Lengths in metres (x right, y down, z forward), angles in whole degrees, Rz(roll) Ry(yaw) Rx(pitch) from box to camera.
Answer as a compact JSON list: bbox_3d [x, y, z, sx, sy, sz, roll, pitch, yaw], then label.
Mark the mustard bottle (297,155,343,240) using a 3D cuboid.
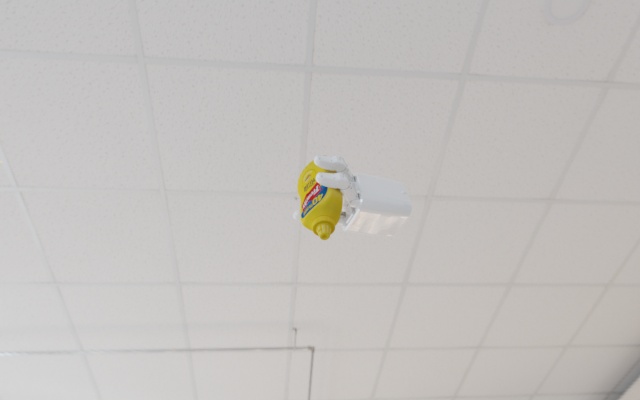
[{"bbox_3d":[0.000,0.003,0.895,0.058,0.191,0.096,32,-61,-28],"label":"mustard bottle"}]
